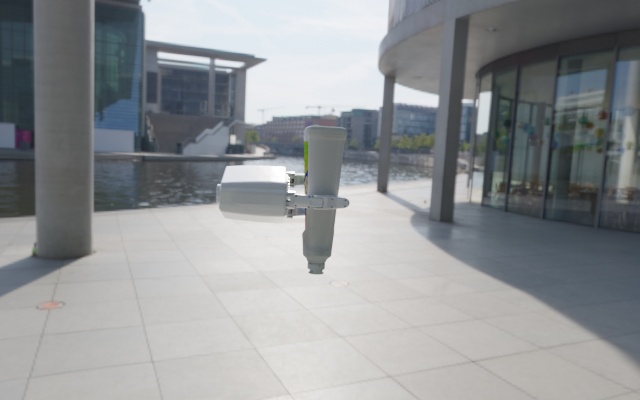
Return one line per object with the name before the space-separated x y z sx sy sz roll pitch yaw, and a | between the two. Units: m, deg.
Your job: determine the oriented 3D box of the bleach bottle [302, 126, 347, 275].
bleach bottle | 0.000 0.003 0.813 0.068 0.251 0.102 3 6 -7
